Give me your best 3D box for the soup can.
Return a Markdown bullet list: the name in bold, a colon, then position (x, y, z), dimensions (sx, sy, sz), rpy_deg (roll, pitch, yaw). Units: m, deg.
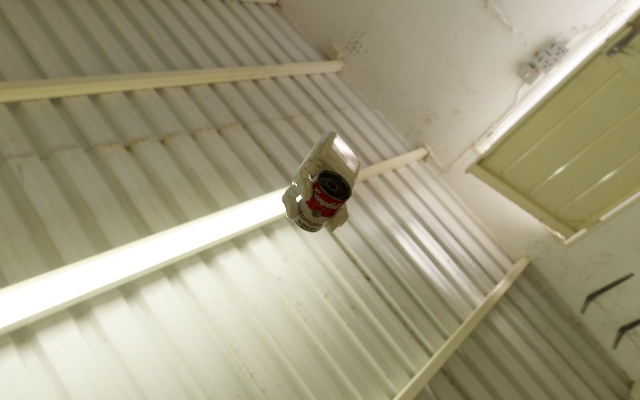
- **soup can**: position (0.000, 0.003, 0.861), dimensions (0.068, 0.068, 0.102), rpy_deg (0, -37, -39)
